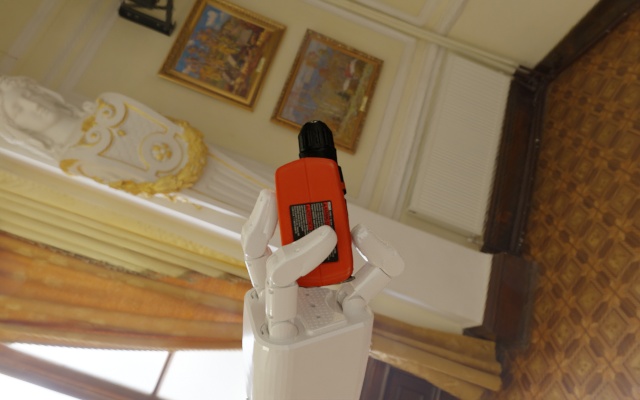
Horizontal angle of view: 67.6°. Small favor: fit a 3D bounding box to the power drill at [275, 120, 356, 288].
[{"bbox_3d":[0.000,0.002,0.471,0.057,0.184,0.187,-10,0,6],"label":"power drill"}]
